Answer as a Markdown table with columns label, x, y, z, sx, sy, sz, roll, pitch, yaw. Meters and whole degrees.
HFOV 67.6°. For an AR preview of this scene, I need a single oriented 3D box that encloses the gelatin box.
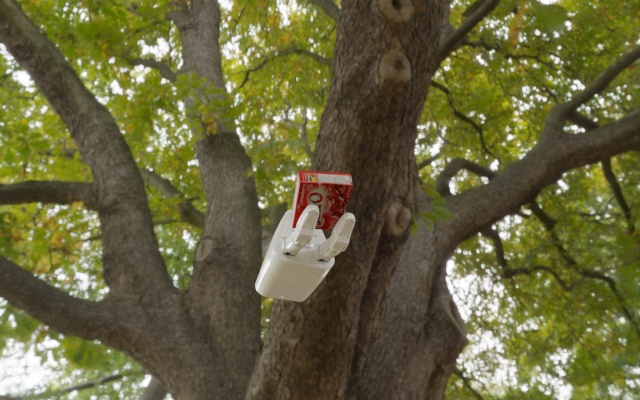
| label | x | y | z | sx | sy | sz | roll | pitch | yaw |
| --- | --- | --- | --- | --- | --- | --- | --- | --- | --- |
| gelatin box | 0.000 | 0.002 | 0.668 | 0.073 | 0.089 | 0.030 | 3 | 41 | -11 |
